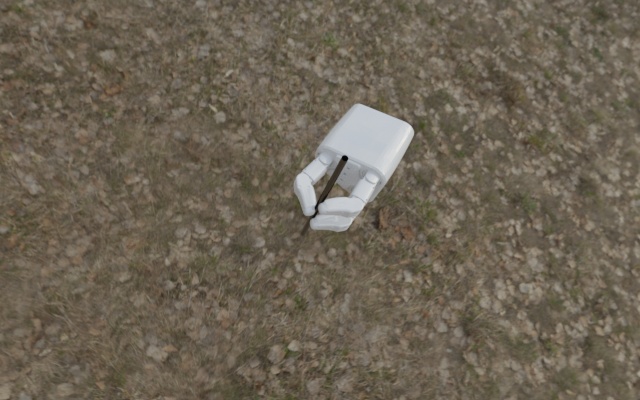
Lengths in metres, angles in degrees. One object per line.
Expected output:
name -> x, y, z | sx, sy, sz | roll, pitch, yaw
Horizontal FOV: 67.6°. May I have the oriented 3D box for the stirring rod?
stirring rod -> 0.000, 0.002, 0.638 | 0.011, 0.011, 0.240 | 0, -24, -14
